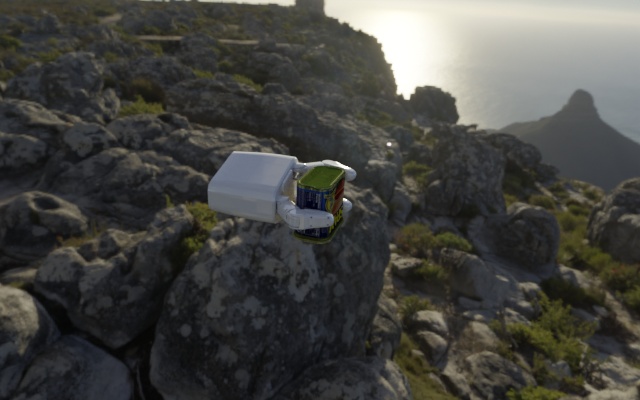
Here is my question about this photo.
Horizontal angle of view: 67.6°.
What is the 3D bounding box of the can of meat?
[{"bbox_3d":[0.000,0.002,0.696,0.057,0.084,0.102,10,24,16],"label":"can of meat"}]
